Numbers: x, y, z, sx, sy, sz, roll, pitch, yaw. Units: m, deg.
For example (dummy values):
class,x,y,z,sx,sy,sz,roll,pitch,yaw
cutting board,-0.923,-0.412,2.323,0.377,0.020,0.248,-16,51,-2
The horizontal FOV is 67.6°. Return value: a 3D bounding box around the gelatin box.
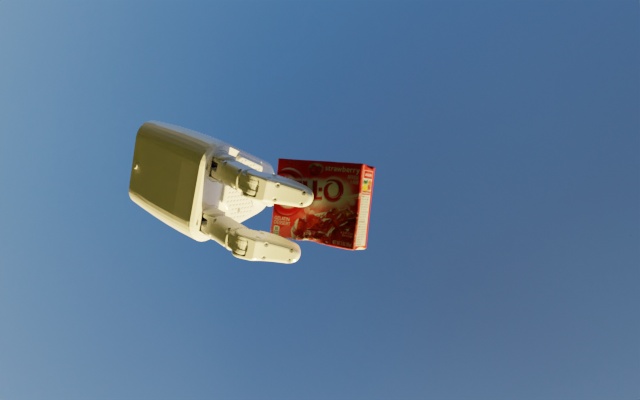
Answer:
class,x,y,z,sx,sy,sz,roll,pitch,yaw
gelatin box,0.001,0.001,0.426,0.089,0.073,0.030,7,1,29
